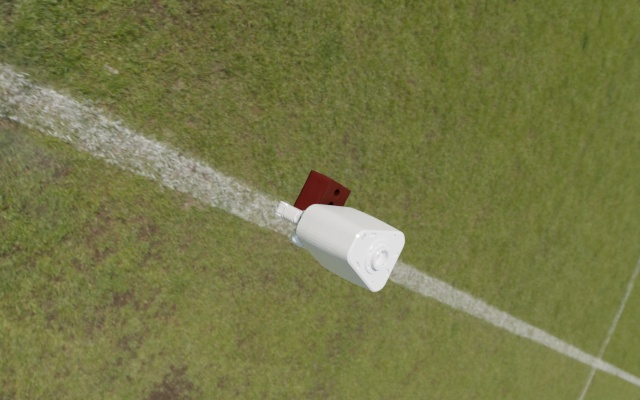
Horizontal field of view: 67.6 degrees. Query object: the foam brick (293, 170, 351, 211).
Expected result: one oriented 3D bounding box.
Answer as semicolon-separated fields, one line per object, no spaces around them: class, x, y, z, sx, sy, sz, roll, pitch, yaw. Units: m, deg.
foam brick;0.000;0.002;0.739;0.051;0.078;0.053;23;-5;46
